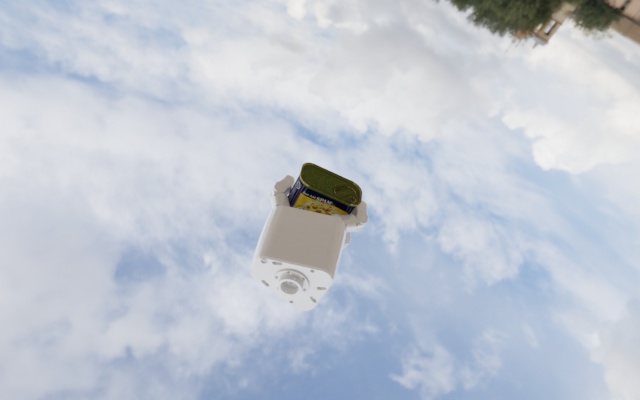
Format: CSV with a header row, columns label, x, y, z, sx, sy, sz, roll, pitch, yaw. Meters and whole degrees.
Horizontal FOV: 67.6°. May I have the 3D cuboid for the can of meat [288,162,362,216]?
label,x,y,z,sx,sy,sz,roll,pitch,yaw
can of meat,0.000,0.003,0.738,0.102,0.084,0.057,24,38,-10
